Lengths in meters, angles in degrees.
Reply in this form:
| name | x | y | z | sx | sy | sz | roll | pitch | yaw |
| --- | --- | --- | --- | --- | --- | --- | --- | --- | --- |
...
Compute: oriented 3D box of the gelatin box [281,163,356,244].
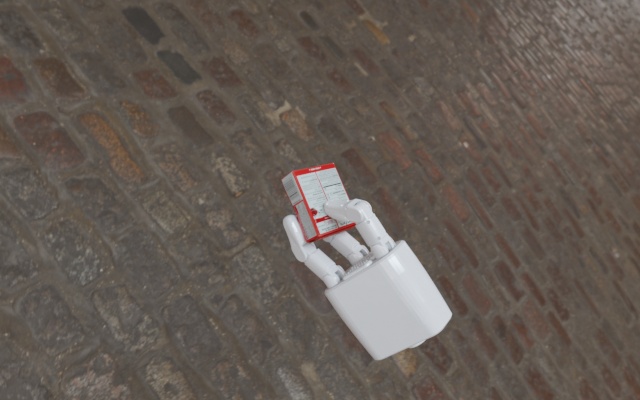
| name | x | y | z | sx | sy | sz | roll | pitch | yaw |
| --- | --- | --- | --- | --- | --- | --- | --- | --- | --- |
| gelatin box | 0.000 | 0.001 | 0.600 | 0.073 | 0.089 | 0.030 | -16 | -10 | -42 |
